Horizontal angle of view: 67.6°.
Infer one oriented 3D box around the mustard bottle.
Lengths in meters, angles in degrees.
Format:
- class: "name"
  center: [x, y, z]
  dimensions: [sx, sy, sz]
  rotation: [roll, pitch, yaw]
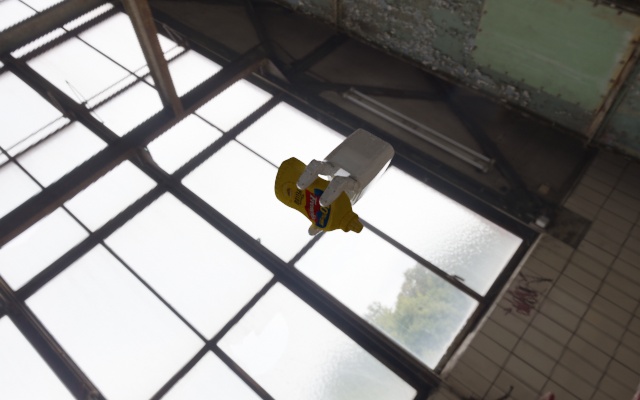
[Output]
- class: "mustard bottle"
  center: [0.000, 0.003, 0.879]
  dimensions: [0.191, 0.096, 0.058]
  rotation: [34, 40, 25]
